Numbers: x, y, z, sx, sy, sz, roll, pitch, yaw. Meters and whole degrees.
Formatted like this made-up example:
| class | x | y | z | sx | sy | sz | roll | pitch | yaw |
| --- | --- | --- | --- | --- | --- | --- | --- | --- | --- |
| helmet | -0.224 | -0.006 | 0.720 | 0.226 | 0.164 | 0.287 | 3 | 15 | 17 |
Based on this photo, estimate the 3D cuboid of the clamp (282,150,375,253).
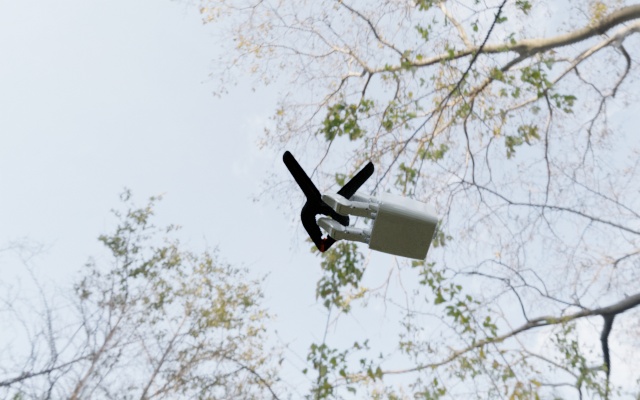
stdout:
| class | x | y | z | sx | sy | sz | roll | pitch | yaw |
| --- | --- | --- | --- | --- | --- | --- | --- | --- | --- |
| clamp | 0.000 | 0.003 | 0.886 | 0.164 | 0.210 | 0.036 | 15 | 34 | 7 |
